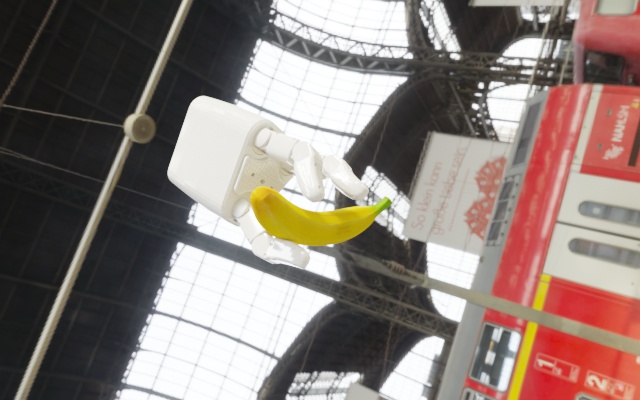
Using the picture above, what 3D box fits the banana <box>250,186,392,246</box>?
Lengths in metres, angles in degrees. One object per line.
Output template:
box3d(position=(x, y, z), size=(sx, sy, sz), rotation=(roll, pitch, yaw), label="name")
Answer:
box3d(position=(-0.006, 0.017, 0.488), size=(0.198, 0.070, 0.037), rotation=(1, 32, -49), label="banana")
